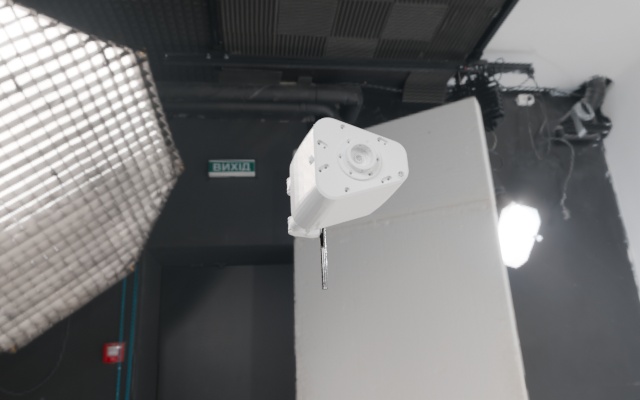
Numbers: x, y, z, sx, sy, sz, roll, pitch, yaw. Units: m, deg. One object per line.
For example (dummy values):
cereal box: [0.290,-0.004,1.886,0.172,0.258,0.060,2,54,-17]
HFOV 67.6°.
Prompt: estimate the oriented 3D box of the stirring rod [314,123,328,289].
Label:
stirring rod: [0.000,0.002,0.663,0.011,0.239,0.011,-3,-19,-1]
